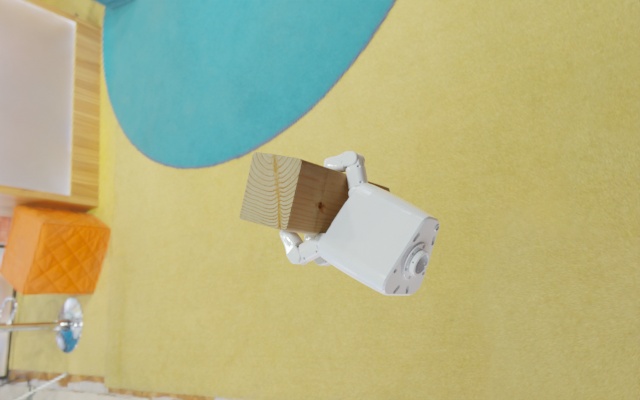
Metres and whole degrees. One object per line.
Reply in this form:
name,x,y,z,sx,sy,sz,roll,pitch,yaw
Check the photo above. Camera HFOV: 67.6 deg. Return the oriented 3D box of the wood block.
wood block,0.000,0.002,0.671,0.090,0.091,0.206,12,-2,40
